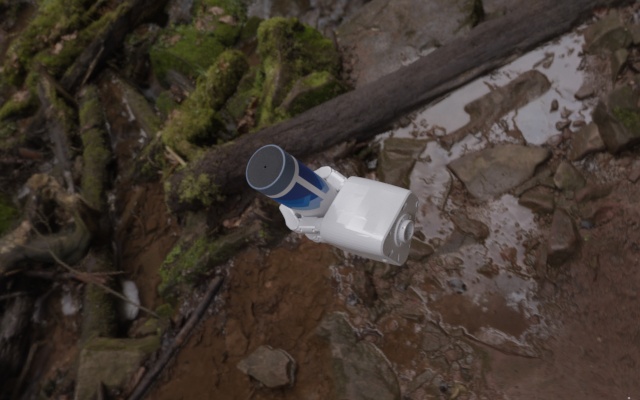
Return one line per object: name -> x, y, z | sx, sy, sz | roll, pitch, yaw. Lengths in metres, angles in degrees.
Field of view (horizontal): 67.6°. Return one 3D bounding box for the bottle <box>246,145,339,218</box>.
bottle -> 0.000, 0.002, 0.764 | 0.069, 0.069, 0.296 | 0, -19, 33
